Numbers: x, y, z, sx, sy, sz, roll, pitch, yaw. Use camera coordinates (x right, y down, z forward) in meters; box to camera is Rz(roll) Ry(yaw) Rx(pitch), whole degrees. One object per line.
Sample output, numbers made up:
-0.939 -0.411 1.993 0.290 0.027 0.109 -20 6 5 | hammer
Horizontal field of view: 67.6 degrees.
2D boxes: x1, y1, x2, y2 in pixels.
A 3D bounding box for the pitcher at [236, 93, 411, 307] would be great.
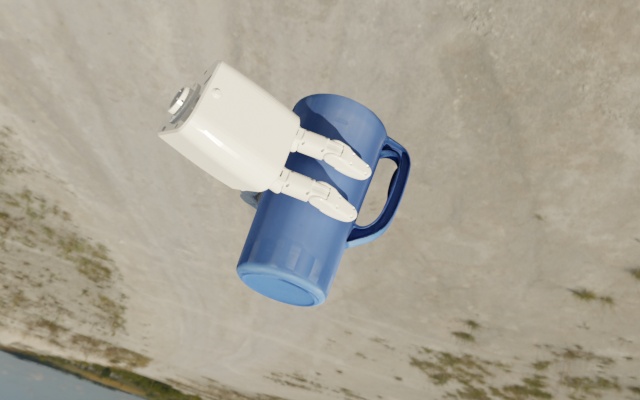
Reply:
0.000 0.002 0.584 0.145 0.242 0.149 37 -31 -31 | pitcher
